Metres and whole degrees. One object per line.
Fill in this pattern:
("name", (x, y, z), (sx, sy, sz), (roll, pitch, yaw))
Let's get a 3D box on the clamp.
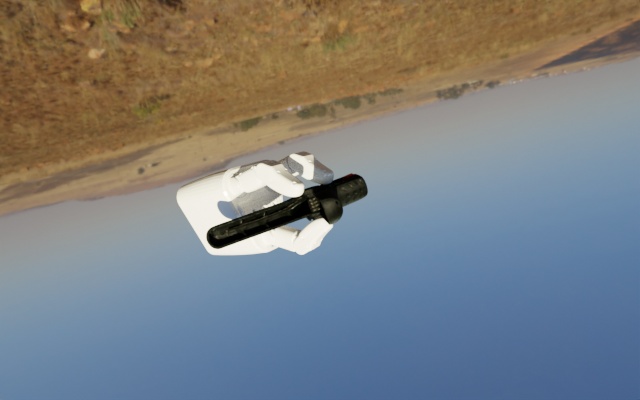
("clamp", (0.000, 0.002, 0.528), (0.164, 0.036, 0.210), (-12, 8, 40))
